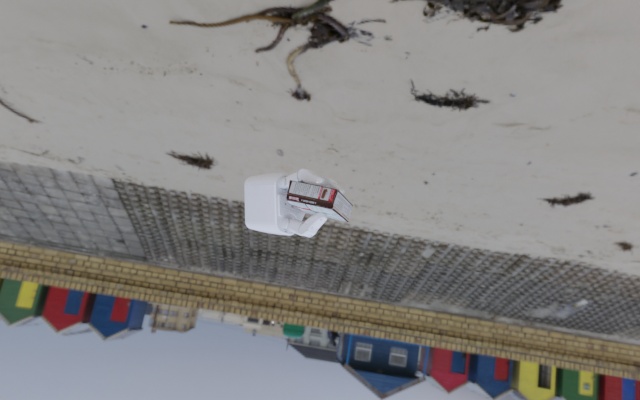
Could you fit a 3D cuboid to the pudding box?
[{"bbox_3d":[0.000,0.003,0.841,0.090,0.039,0.113,11,-9,19],"label":"pudding box"}]
